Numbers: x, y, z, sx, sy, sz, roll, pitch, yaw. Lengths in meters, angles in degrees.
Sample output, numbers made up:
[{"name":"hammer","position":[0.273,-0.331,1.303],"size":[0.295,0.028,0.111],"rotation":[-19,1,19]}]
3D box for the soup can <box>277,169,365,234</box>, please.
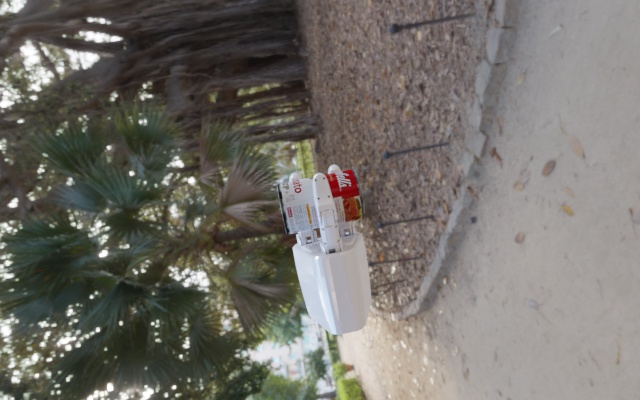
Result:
[{"name":"soup can","position":[0.000,0.002,0.616],"size":[0.102,0.068,0.068],"rotation":[-11,1,-3]}]
